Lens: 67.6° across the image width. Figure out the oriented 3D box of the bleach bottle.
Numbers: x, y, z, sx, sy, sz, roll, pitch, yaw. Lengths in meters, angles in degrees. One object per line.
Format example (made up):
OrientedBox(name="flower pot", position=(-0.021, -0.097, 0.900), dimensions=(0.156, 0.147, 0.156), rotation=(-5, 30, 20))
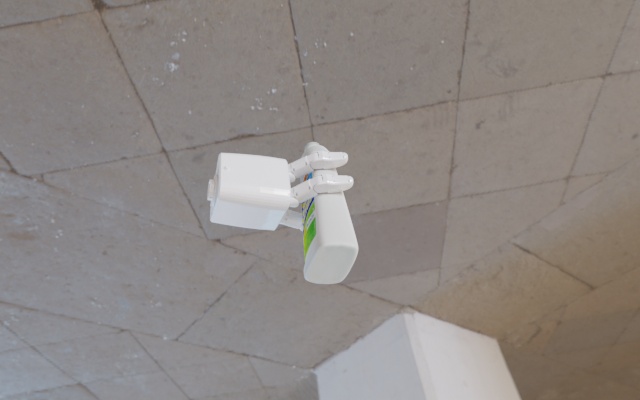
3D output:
OrientedBox(name="bleach bottle", position=(0.000, 0.002, 0.768), dimensions=(0.068, 0.250, 0.103), rotation=(6, -46, -17))
